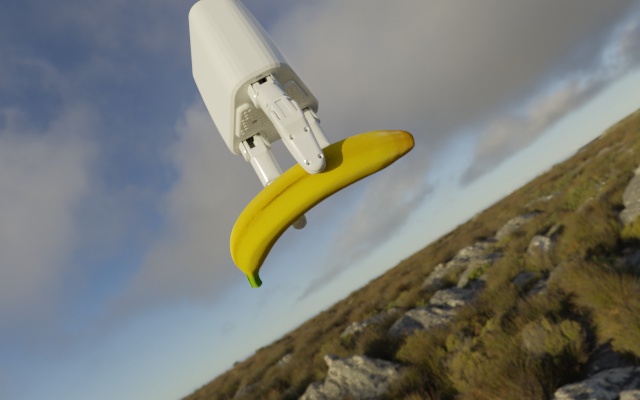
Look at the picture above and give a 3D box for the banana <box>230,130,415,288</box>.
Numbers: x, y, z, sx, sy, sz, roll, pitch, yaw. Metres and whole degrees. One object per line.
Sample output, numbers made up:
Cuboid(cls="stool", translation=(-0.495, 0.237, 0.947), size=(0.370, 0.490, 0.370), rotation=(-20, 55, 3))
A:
Cuboid(cls="banana", translation=(-0.012, -0.002, 0.397), size=(0.198, 0.037, 0.070), rotation=(-41, -33, 15))
